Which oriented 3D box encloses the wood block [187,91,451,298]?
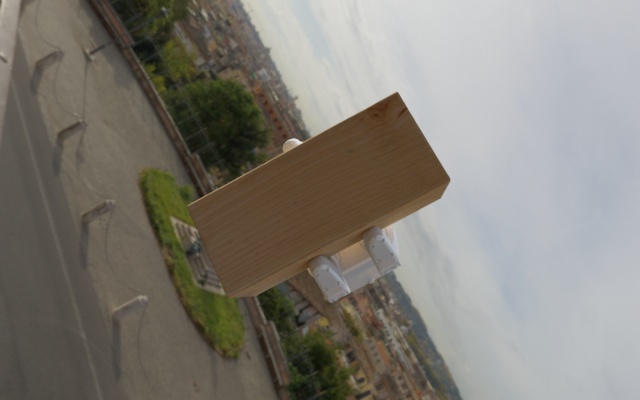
[{"bbox_3d":[0.000,0.001,0.438,0.206,0.091,0.090,-28,-13,3],"label":"wood block"}]
